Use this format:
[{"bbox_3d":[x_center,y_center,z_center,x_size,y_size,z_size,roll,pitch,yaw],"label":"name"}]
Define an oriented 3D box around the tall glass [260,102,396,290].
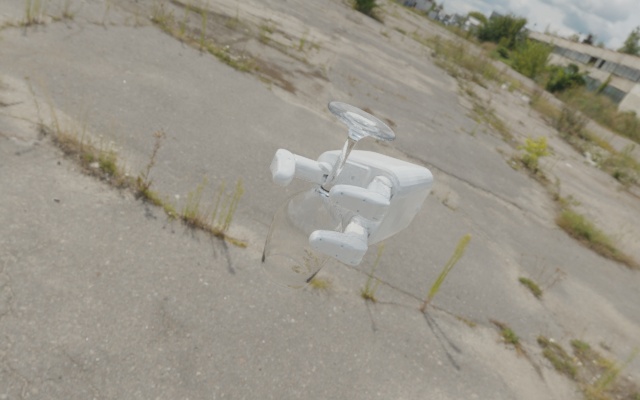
[{"bbox_3d":[0.000,0.001,0.510,0.079,0.201,0.079,22,25,-11],"label":"tall glass"}]
